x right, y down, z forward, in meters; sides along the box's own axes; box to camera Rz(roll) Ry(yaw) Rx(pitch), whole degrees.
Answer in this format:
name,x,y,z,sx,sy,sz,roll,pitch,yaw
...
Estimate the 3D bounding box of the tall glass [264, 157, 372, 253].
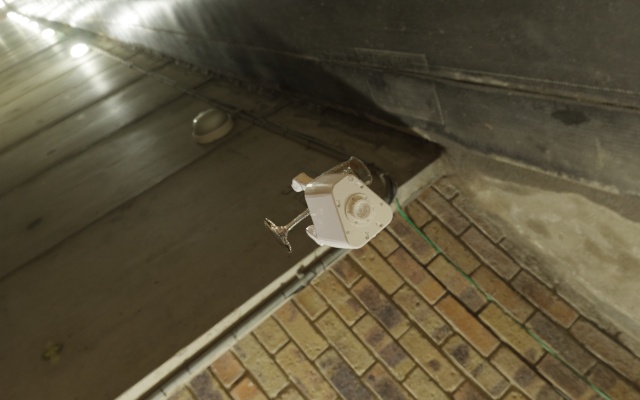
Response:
name,x,y,z,sx,sy,sz,roll,pitch,yaw
tall glass,0.000,0.003,0.856,0.201,0.079,0.079,-38,13,-18
